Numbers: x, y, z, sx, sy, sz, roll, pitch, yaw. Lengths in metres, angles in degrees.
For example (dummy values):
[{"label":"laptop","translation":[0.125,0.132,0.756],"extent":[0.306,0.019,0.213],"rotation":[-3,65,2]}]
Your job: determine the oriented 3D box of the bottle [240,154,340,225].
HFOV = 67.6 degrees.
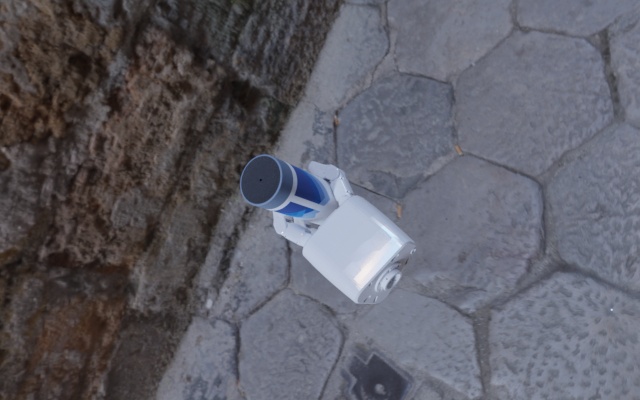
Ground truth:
[{"label":"bottle","translation":[0.000,0.002,0.719],"extent":[0.069,0.069,0.296],"rotation":[0,-11,31]}]
